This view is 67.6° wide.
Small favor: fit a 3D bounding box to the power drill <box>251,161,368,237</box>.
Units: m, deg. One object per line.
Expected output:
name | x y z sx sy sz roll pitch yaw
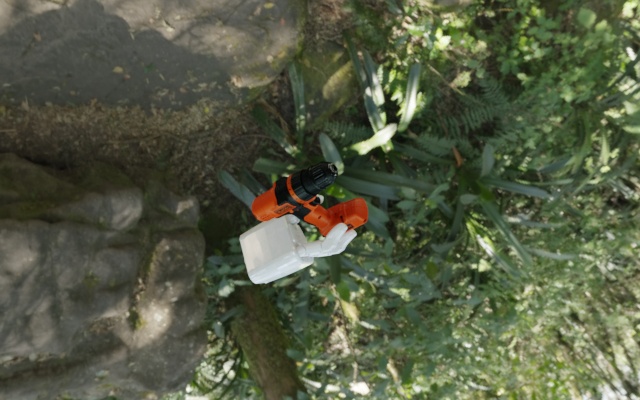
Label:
power drill | 0.000 0.003 0.848 0.184 0.057 0.188 -26 -34 35
